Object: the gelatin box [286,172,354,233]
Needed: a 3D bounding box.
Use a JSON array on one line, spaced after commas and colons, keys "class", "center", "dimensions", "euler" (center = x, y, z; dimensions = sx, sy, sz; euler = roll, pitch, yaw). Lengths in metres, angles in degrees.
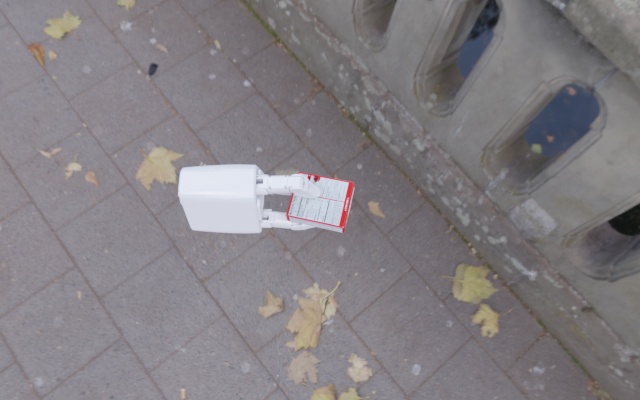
[{"class": "gelatin box", "center": [0.000, 0.002, 0.709], "dimensions": [0.089, 0.073, 0.030], "euler": [11, -19, 8]}]
